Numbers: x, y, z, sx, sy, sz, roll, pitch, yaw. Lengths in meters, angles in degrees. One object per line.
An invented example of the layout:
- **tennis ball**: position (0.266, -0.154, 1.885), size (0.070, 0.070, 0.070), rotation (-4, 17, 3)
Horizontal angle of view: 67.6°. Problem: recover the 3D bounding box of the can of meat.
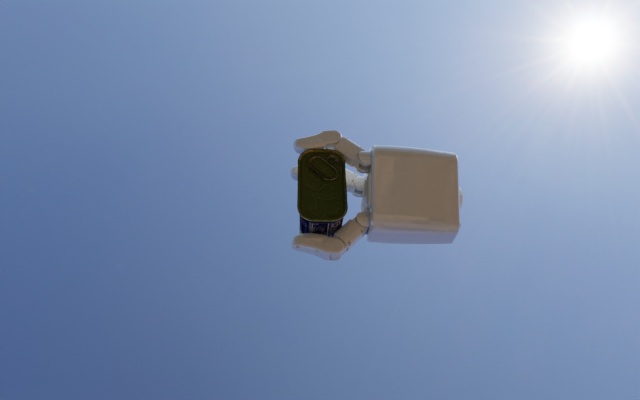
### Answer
- **can of meat**: position (0.000, 0.002, 0.589), size (0.057, 0.102, 0.084), rotation (0, -33, -3)
